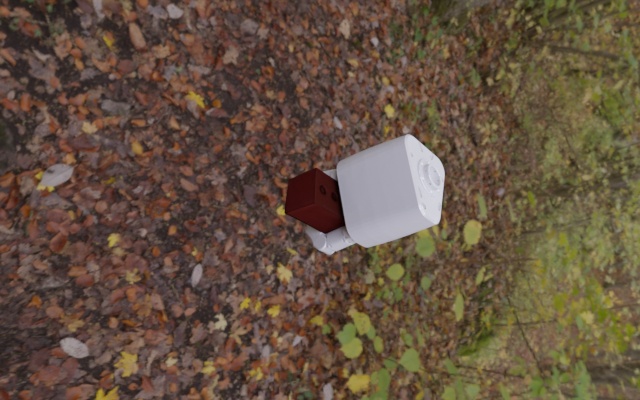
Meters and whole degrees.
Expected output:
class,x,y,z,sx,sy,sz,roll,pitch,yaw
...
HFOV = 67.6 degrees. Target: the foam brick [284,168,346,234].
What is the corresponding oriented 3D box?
class,x,y,z,sx,sy,sz,roll,pitch,yaw
foam brick,0.000,0.002,0.621,0.051,0.053,0.078,-21,-37,38
